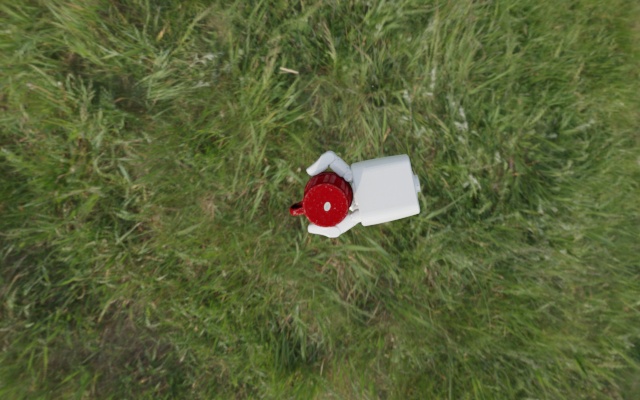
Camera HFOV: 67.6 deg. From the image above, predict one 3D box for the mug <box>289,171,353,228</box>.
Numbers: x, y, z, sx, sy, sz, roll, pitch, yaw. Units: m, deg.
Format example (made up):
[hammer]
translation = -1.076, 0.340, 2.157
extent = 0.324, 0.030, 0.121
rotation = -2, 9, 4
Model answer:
[mug]
translation = -0.001, 0.003, 0.854
extent = 0.117, 0.093, 0.081
rotation = -13, 12, 7
